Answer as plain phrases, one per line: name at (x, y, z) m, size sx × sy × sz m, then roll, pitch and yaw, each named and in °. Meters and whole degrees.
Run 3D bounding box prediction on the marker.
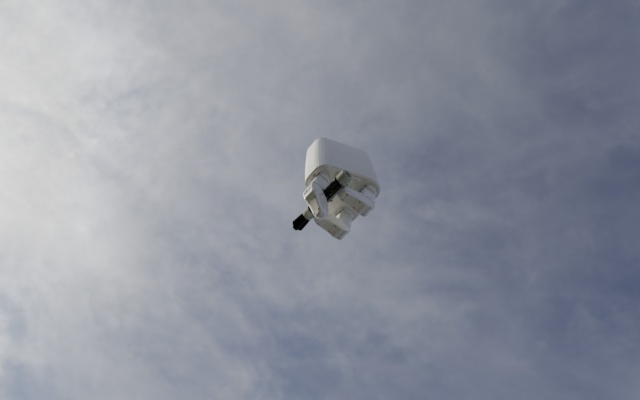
marker at (0.000, 0.002, 0.691) m, size 0.121 × 0.020 × 0.020 m, roll -46°, pitch -23°, yaw 25°
